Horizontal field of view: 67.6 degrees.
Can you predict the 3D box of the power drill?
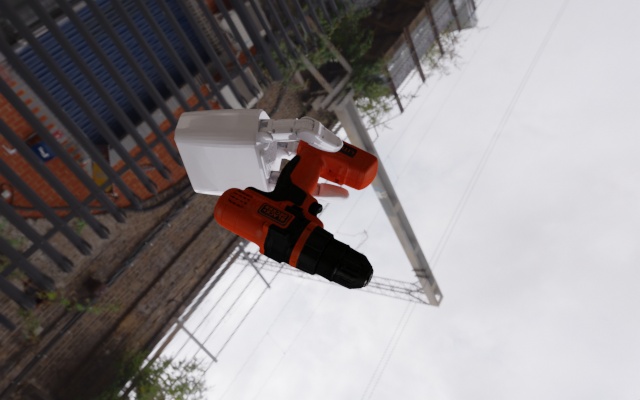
[{"bbox_3d":[0.000,0.001,0.553,0.184,0.057,0.187,27,44,10],"label":"power drill"}]
